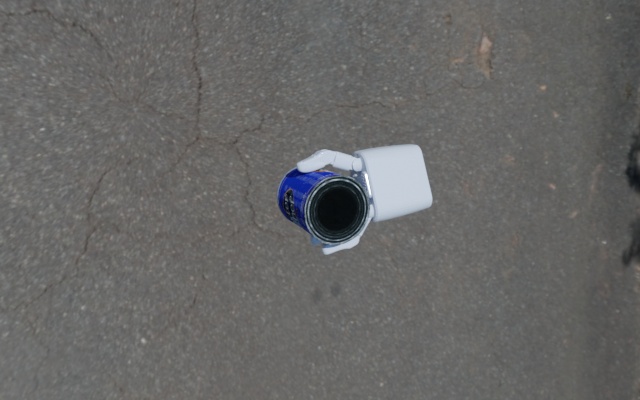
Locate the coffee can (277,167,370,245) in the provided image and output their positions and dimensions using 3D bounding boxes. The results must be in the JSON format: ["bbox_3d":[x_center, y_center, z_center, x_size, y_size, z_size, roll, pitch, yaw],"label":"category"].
[{"bbox_3d":[0.000,0.002,0.743,0.103,0.103,0.140,0,10,-21],"label":"coffee can"}]
